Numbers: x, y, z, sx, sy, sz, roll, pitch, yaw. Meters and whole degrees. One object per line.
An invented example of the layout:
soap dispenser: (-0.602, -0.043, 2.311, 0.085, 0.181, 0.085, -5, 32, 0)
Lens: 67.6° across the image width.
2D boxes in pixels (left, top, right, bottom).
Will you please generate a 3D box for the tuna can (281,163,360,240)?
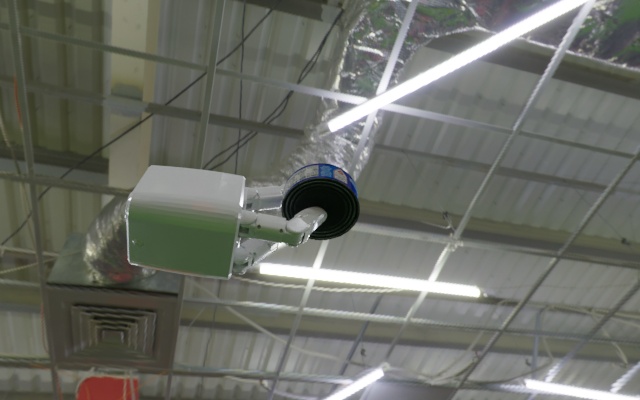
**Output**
tuna can: (0.000, 0.001, 0.533, 0.086, 0.086, 0.033, 0, 37, 0)
